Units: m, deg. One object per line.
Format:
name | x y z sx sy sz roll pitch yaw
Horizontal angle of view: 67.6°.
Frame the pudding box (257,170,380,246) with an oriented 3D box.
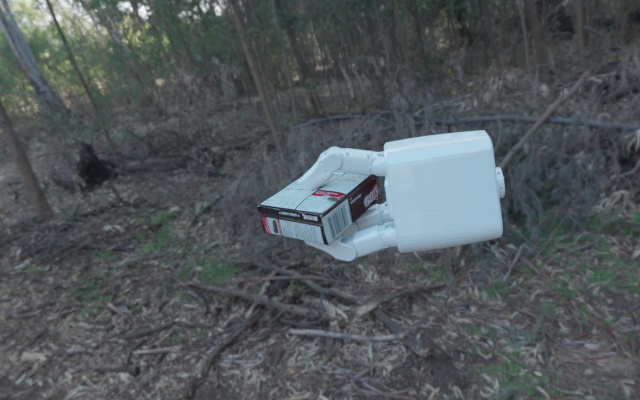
pudding box | 0.000 0.002 0.533 0.090 0.039 0.113 7 28 36
